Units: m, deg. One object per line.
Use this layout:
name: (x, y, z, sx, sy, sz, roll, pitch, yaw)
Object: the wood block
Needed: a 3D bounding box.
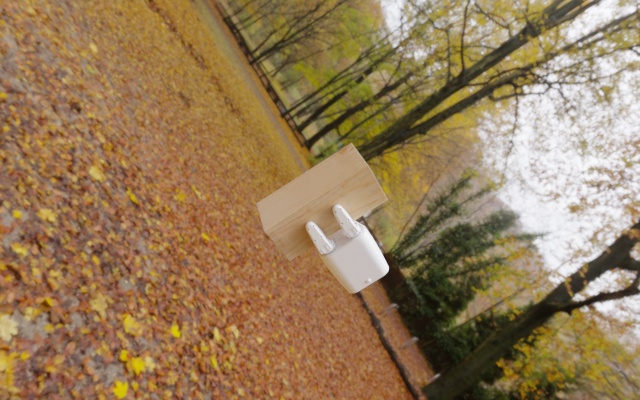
wood block: (0.000, 0.003, 0.852, 0.206, 0.090, 0.090, -32, 36, 4)
